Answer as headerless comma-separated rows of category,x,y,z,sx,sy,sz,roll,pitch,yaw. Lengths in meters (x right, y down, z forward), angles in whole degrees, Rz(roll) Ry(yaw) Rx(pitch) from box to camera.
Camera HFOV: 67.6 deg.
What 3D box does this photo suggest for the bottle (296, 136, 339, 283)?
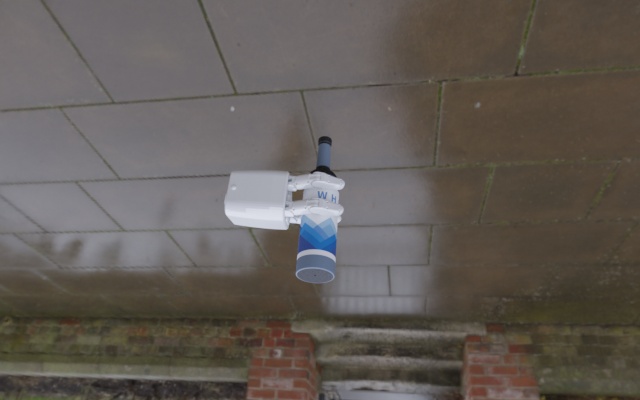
bottle,0.000,0.003,0.885,0.069,0.295,0.069,3,-32,2
